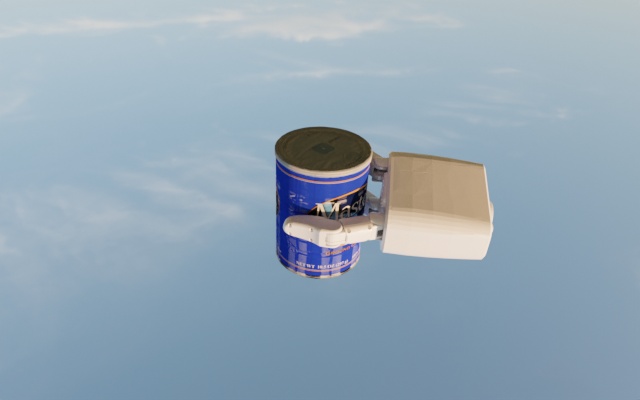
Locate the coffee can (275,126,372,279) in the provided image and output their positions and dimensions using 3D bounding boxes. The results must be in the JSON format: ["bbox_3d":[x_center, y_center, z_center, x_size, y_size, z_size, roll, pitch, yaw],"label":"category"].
[{"bbox_3d":[0.000,0.002,0.539,0.103,0.140,0.102,2,34,-1],"label":"coffee can"}]
